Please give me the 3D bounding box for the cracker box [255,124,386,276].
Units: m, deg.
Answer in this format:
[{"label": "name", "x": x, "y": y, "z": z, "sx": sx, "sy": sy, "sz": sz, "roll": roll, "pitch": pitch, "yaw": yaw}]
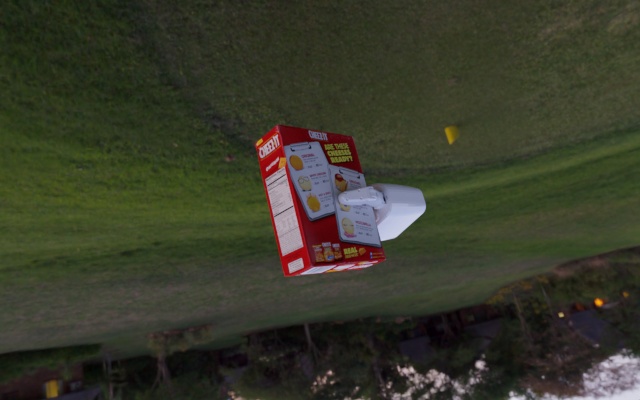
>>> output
[{"label": "cracker box", "x": 0.000, "y": 0.002, "z": 0.730, "sx": 0.164, "sy": 0.213, "sz": 0.072, "roll": 1, "pitch": -22, "yaw": -45}]
